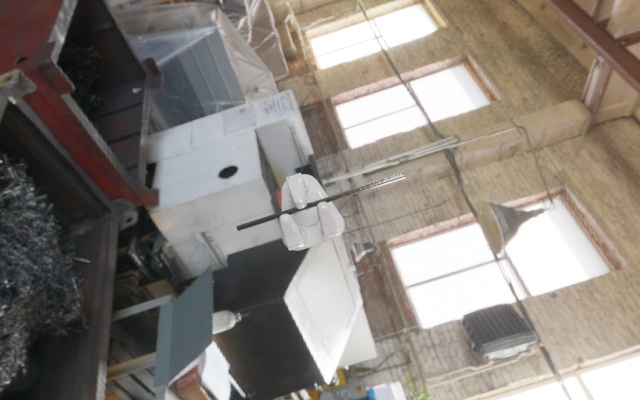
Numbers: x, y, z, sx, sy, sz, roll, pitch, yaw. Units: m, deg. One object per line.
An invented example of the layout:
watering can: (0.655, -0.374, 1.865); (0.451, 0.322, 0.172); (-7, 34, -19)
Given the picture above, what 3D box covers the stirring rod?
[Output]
stirring rod: (0.000, 0.002, 0.655); (0.239, 0.011, 0.011); (-18, -1, 1)
